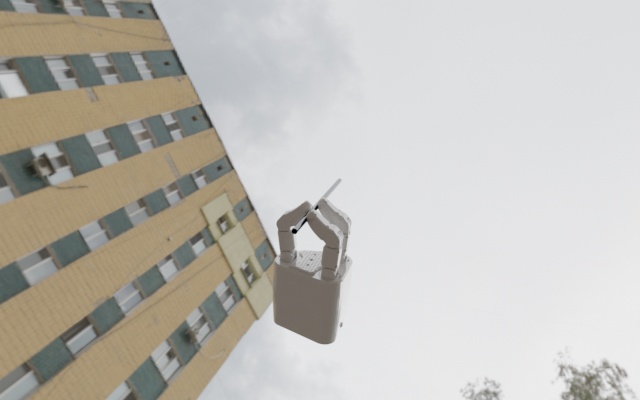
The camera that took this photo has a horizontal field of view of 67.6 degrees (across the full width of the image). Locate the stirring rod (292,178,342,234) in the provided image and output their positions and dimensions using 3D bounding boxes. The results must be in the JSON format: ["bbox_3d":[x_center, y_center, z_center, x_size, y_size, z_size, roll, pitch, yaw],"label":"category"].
[{"bbox_3d":[0.000,0.002,0.711,0.011,0.011,0.239,0,18,17],"label":"stirring rod"}]
